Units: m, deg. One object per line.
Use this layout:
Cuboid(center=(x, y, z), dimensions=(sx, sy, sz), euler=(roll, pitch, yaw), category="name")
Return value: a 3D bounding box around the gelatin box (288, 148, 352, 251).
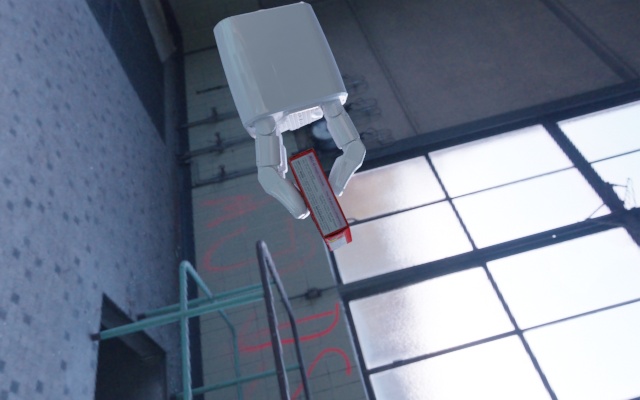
Cuboid(center=(0.001, 0.002, 0.478), dimensions=(0.030, 0.089, 0.073), euler=(-25, -16, -2), category="gelatin box")
